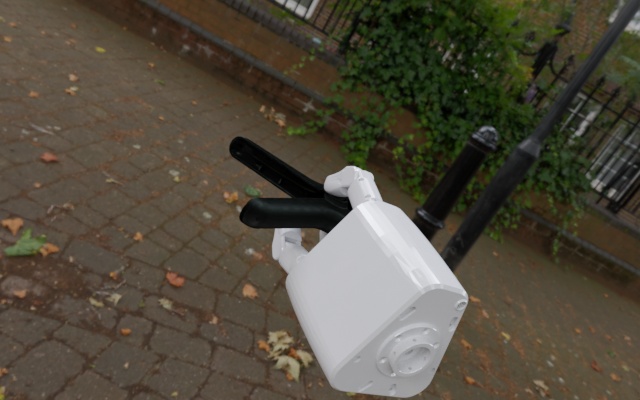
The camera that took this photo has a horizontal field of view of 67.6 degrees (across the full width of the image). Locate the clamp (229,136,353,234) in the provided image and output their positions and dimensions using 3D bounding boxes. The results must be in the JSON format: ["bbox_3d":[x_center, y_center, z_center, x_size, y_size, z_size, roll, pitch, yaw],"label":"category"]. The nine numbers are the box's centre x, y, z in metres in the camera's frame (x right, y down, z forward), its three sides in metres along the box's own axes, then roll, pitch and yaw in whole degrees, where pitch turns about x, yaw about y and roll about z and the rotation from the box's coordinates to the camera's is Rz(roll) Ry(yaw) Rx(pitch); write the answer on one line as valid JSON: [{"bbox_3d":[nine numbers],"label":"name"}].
[{"bbox_3d":[0.001,0.001,0.489,0.210,0.036,0.164,20,22,-30],"label":"clamp"}]
